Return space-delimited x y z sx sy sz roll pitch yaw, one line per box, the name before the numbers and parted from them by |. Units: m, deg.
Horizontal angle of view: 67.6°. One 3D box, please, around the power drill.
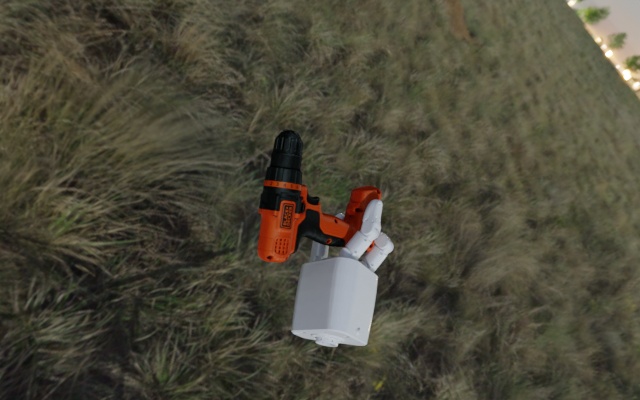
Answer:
power drill | 0.000 0.003 0.700 0.188 0.184 0.057 9 0 -33
